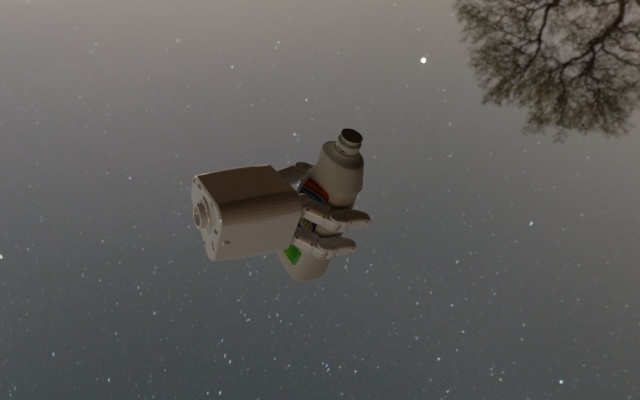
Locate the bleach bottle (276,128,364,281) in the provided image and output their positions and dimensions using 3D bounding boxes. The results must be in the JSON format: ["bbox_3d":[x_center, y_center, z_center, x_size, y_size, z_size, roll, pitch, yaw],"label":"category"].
[{"bbox_3d":[0.000,0.002,0.666,0.068,0.102,0.251,-9,-40,-30],"label":"bleach bottle"}]
